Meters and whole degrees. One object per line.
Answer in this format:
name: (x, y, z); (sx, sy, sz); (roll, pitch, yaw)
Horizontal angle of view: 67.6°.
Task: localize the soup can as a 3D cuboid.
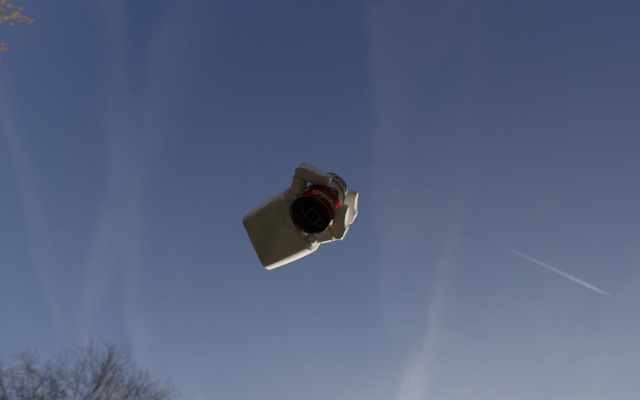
soup can: (0.001, 0.002, 0.789); (0.068, 0.068, 0.102); (0, 25, 22)
